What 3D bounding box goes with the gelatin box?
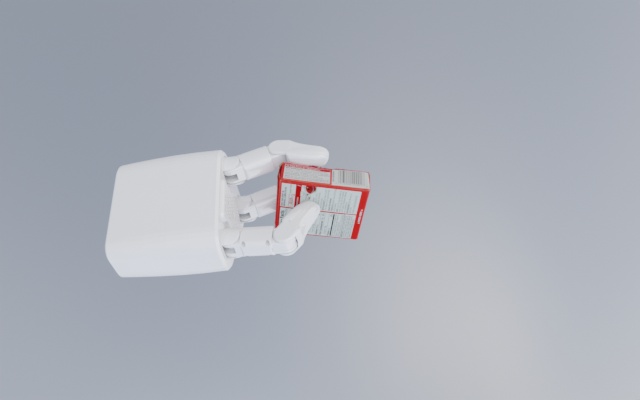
[{"bbox_3d":[0.000,0.002,0.479,0.089,0.073,0.030,6,44,-3],"label":"gelatin box"}]
